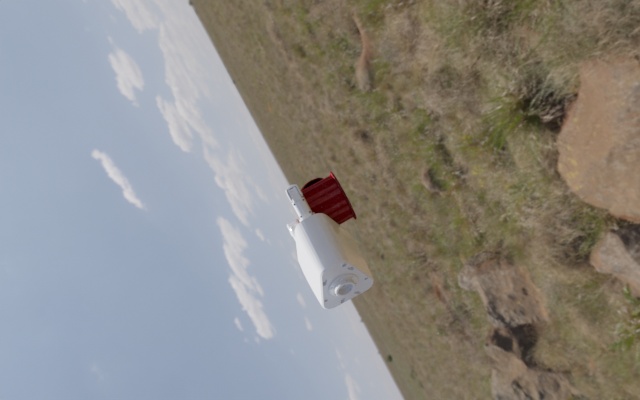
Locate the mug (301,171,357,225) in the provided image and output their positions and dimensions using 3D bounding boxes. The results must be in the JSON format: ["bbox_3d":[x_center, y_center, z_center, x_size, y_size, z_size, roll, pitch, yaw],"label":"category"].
[{"bbox_3d":[-0.001,0.002,0.825,0.081,0.093,0.117,-28,46,-2],"label":"mug"}]
